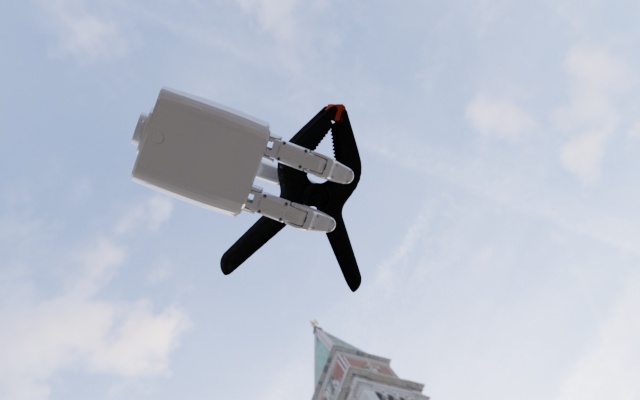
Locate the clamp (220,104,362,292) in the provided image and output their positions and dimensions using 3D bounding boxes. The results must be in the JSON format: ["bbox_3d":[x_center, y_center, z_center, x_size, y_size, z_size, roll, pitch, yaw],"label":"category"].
[{"bbox_3d":[0.000,0.001,0.524,0.164,0.210,0.036,19,4,-24],"label":"clamp"}]
